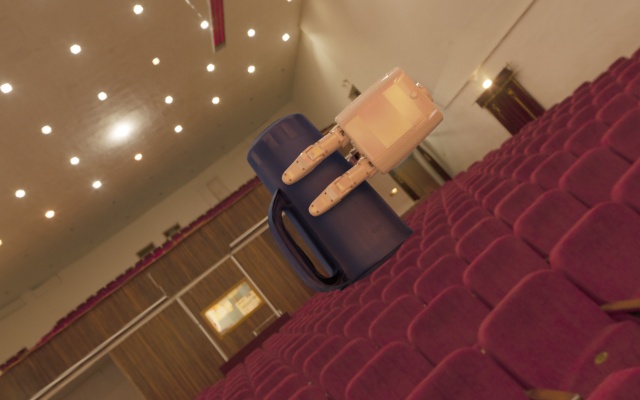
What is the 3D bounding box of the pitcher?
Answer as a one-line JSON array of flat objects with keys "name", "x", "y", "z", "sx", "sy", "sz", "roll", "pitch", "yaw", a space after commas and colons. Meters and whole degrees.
[{"name": "pitcher", "x": 0.000, "y": 0.002, "z": 0.671, "sx": 0.145, "sy": 0.243, "sz": 0.149, "roll": -41, "pitch": -8, "yaw": 10}]
